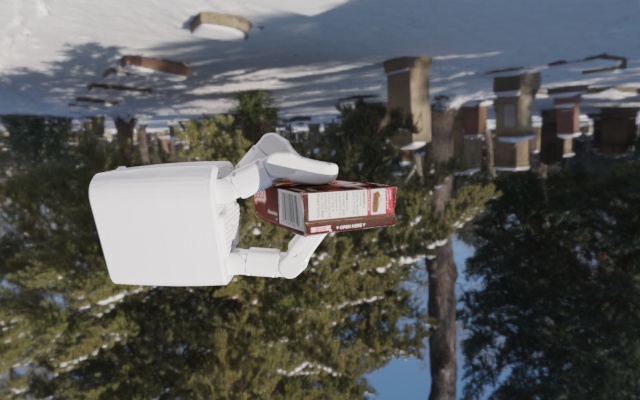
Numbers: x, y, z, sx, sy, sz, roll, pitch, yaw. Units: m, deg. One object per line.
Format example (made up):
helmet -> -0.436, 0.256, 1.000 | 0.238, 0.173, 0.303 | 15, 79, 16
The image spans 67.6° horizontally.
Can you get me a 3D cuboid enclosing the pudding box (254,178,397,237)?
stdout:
pudding box -> 0.000, 0.002, 0.430 | 0.090, 0.039, 0.113 | -6, 11, -27
